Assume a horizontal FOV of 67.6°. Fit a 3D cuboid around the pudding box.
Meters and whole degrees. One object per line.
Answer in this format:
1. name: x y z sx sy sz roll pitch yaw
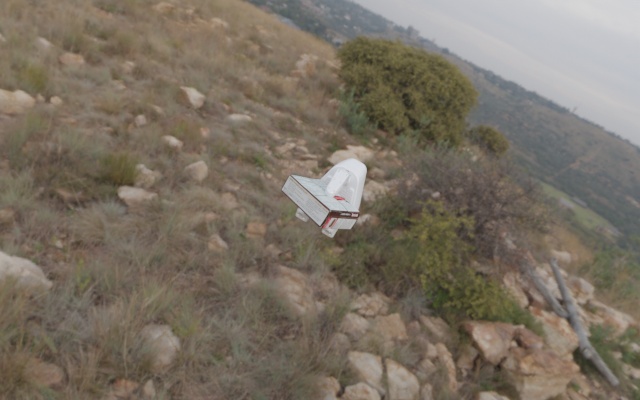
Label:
1. pudding box: 0.000 0.003 0.813 0.113 0.039 0.090 40 21 33
